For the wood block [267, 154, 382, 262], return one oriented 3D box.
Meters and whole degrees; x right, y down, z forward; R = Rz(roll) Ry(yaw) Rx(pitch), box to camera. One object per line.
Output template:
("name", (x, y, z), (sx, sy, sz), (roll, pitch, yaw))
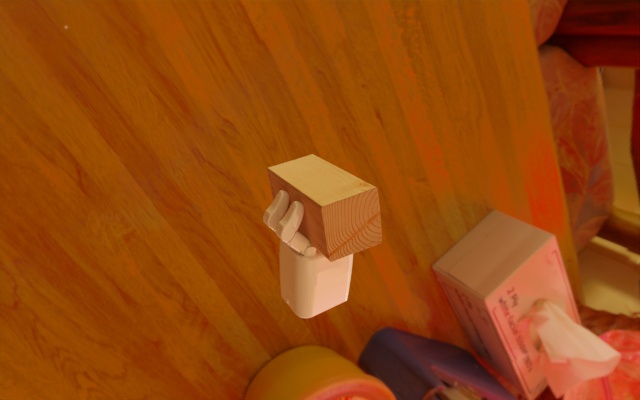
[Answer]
("wood block", (0.001, 0.003, 0.746), (0.091, 0.090, 0.206), (-18, 26, -21))
